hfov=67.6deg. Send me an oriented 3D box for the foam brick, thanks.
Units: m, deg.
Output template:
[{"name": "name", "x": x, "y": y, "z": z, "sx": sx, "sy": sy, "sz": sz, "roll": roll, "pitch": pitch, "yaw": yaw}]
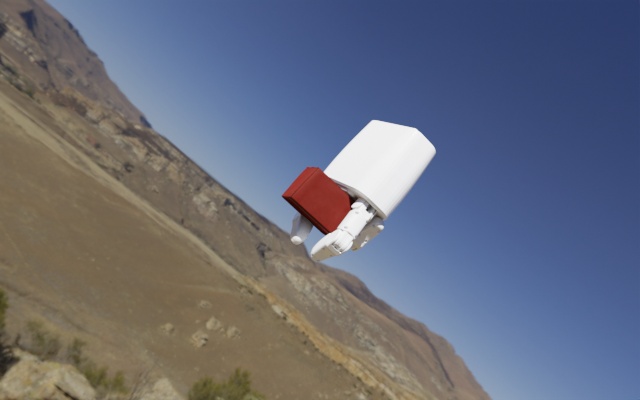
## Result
[{"name": "foam brick", "x": 0.000, "y": 0.002, "z": 0.586, "sx": 0.078, "sy": 0.051, "sz": 0.053, "roll": 43, "pitch": -8, "yaw": -16}]
